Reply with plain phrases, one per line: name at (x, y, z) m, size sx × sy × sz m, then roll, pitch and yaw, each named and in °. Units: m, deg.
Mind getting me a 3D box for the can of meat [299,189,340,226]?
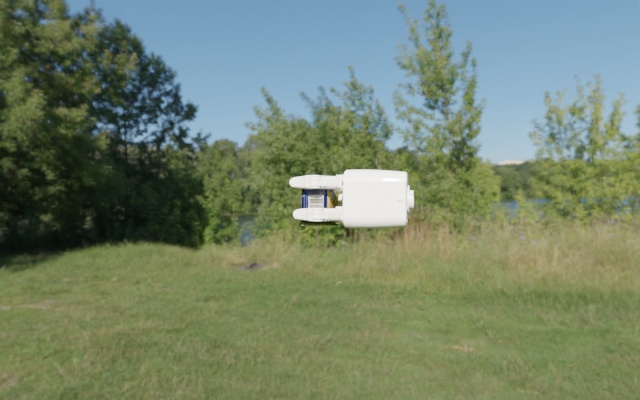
can of meat at (0.000, 0.002, 0.860) m, size 0.057 × 0.084 × 0.102 m, roll 1°, pitch -1°, yaw 15°
